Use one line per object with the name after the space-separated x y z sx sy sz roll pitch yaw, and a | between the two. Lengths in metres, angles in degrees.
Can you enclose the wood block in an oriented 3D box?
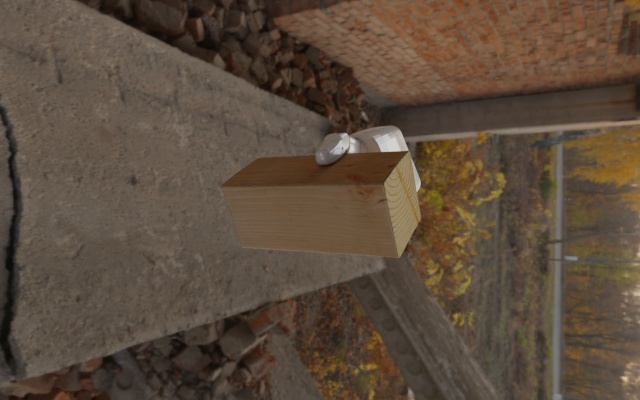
0.000 0.001 0.562 0.206 0.091 0.090 0 27 29 | wood block
